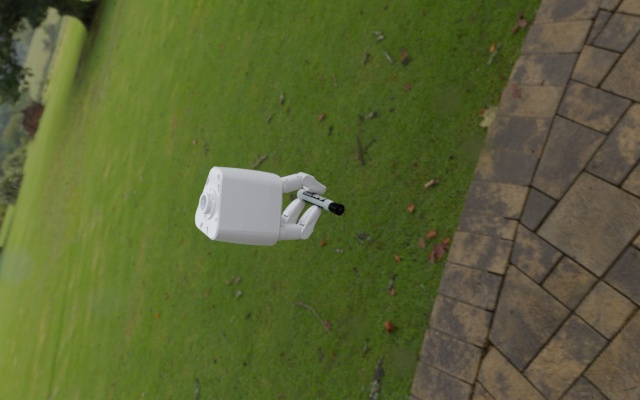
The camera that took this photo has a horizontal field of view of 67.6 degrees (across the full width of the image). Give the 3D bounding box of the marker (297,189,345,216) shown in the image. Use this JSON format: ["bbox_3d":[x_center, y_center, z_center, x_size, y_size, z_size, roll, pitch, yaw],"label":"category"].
[{"bbox_3d":[0.000,0.003,0.794,0.020,0.020,0.121,0,13,-35],"label":"marker"}]
